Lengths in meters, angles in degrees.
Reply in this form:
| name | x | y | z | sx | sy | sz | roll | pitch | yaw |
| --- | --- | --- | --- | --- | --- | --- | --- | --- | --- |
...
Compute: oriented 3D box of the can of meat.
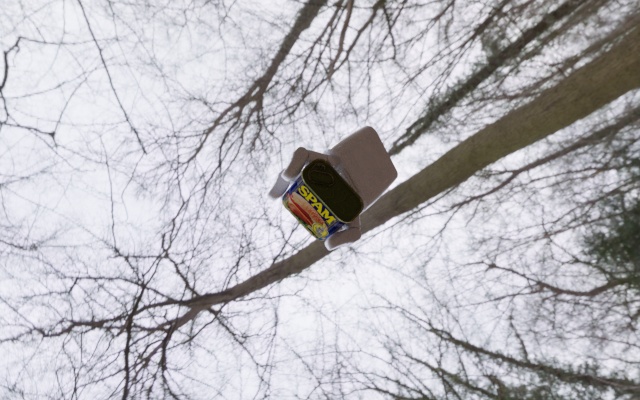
| name | x | y | z | sx | sy | sz | roll | pitch | yaw |
| --- | --- | --- | --- | --- | --- | --- | --- | --- | --- |
| can of meat | 0.000 | 0.003 | 0.708 | 0.057 | 0.102 | 0.084 | -43 | -1 | -38 |
